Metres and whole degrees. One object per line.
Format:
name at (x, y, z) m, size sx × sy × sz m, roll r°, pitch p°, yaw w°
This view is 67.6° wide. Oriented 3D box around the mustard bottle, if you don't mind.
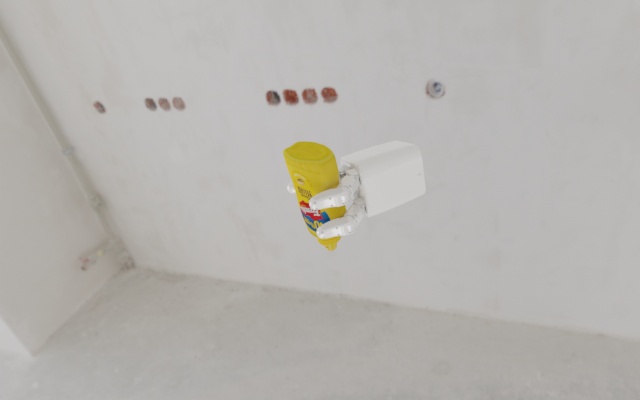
mustard bottle at (0.000, 0.002, 0.772) m, size 0.058 × 0.192 × 0.096 m, roll -35°, pitch 37°, yaw -29°
